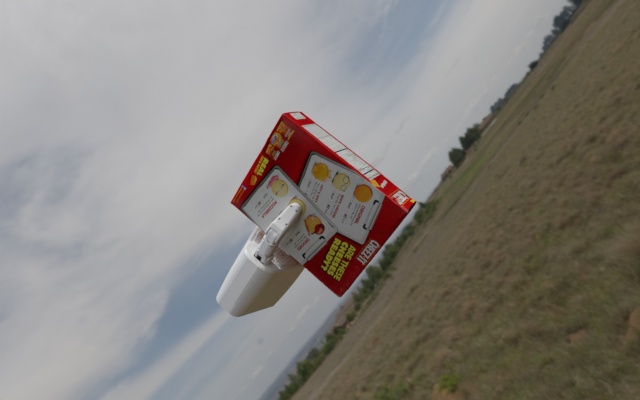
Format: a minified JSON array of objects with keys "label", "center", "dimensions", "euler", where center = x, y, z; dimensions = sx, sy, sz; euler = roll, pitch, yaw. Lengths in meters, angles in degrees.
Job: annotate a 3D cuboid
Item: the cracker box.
[{"label":"cracker box","center":[0.000,0.002,0.675],"dimensions":[0.213,0.164,0.072],"euler":[39,25,10]}]
